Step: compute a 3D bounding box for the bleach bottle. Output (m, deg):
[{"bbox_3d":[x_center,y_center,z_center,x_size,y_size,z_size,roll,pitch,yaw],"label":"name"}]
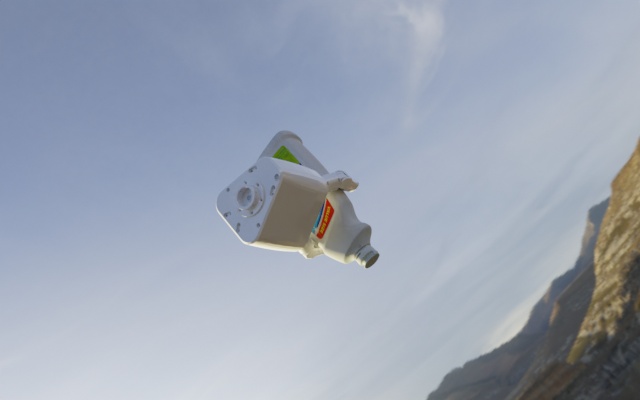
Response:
[{"bbox_3d":[0.000,0.002,0.733,0.250,0.102,0.068,45,16,29],"label":"bleach bottle"}]
